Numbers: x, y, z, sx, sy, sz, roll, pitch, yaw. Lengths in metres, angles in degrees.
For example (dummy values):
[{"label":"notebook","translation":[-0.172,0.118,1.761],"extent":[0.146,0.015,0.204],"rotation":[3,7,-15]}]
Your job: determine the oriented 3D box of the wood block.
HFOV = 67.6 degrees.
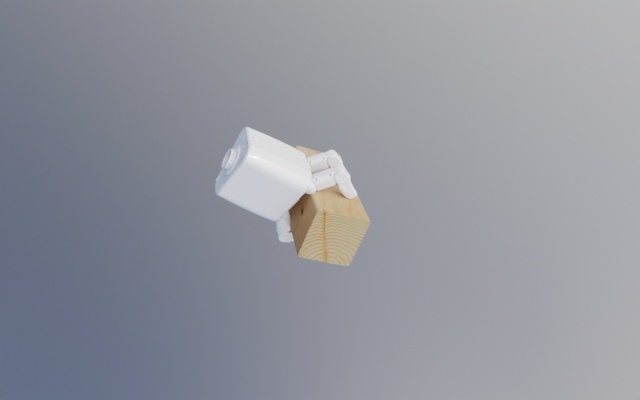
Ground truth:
[{"label":"wood block","translation":[0.000,0.003,0.794],"extent":[0.090,0.091,0.206],"rotation":[13,29,-21]}]
